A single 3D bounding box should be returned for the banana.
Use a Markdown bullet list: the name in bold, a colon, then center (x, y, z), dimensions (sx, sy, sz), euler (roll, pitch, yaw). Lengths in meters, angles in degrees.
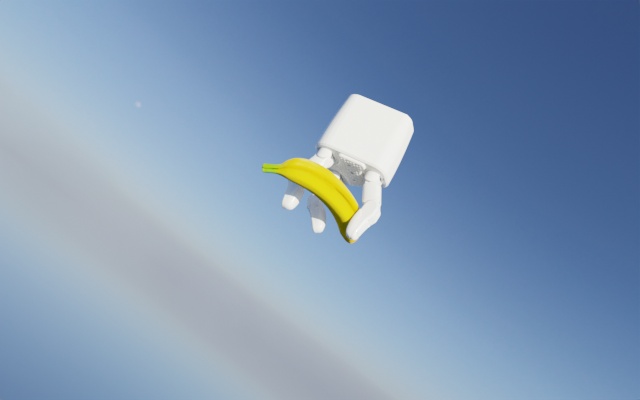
- **banana**: center (0.012, -0.001, 0.647), dimensions (0.069, 0.037, 0.198), euler (-7, -39, 43)
